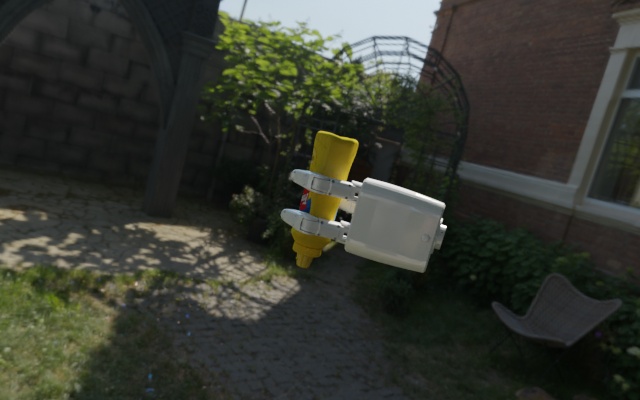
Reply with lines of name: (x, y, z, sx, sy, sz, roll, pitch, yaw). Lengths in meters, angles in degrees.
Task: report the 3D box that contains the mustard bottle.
mustard bottle: (0.000, 0.002, 0.667, 0.058, 0.191, 0.096, 13, 8, -11)
